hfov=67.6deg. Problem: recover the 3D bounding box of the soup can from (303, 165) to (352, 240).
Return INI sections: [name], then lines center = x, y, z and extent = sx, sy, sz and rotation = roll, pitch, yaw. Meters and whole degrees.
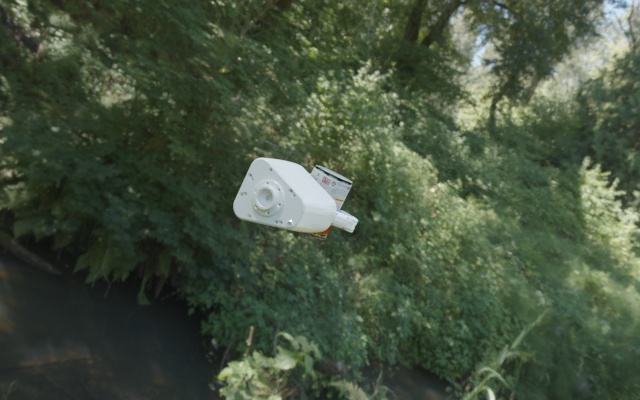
[soup can]
center = 0.001, 0.002, 0.768
extent = 0.068, 0.102, 0.068
rotation = 25, 8, -4
